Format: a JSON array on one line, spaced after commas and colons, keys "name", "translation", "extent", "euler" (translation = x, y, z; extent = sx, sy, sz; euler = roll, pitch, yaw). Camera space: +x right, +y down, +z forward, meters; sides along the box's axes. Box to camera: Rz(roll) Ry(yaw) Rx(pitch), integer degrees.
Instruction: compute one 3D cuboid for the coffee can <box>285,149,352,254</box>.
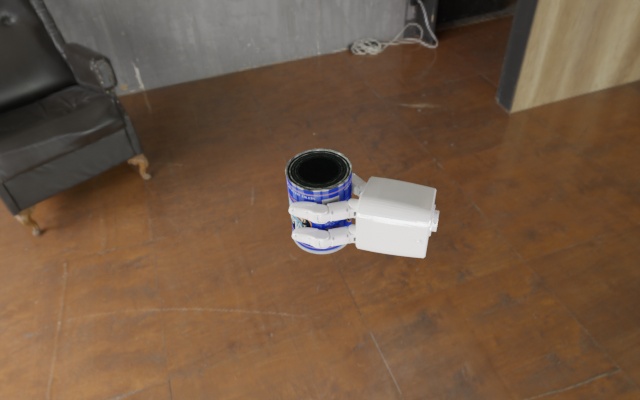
[{"name": "coffee can", "translation": [0.000, 0.003, 0.773], "extent": [0.103, 0.140, 0.102], "euler": [-2, 42, 2]}]
